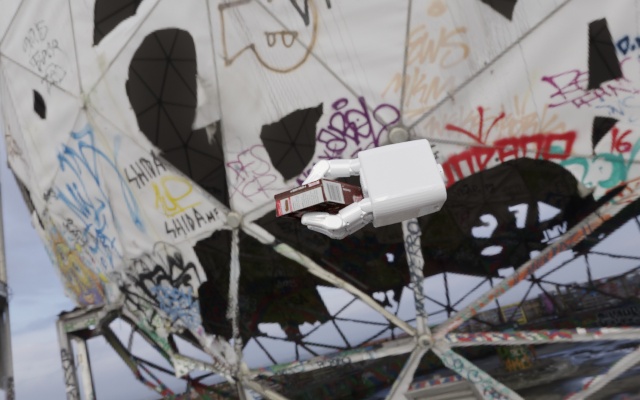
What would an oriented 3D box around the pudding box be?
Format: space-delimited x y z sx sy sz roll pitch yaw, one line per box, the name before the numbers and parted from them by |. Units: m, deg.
pudding box | 0.000 0.002 0.712 0.090 0.039 0.113 -19 -18 30
